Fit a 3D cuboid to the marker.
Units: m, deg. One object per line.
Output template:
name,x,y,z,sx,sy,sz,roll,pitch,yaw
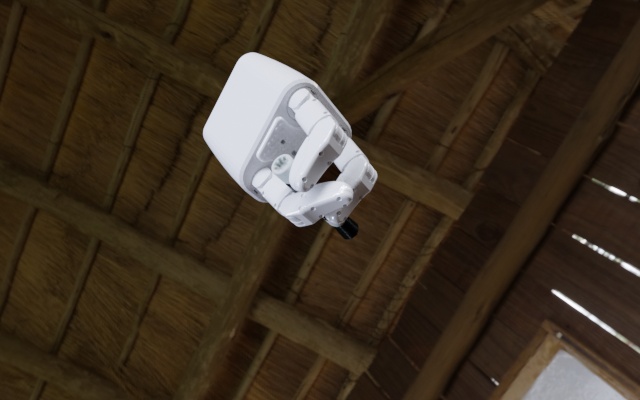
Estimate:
marker,0.000,0.001,0.411,0.020,0.020,0.121,0,-29,36
